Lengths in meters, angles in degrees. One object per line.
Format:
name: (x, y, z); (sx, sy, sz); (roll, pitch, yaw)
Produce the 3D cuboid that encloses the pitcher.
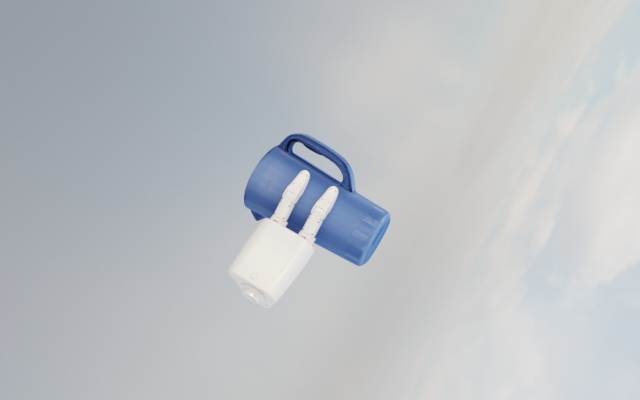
pitcher: (0.000, 0.003, 0.841); (0.243, 0.145, 0.149); (30, -27, 14)
